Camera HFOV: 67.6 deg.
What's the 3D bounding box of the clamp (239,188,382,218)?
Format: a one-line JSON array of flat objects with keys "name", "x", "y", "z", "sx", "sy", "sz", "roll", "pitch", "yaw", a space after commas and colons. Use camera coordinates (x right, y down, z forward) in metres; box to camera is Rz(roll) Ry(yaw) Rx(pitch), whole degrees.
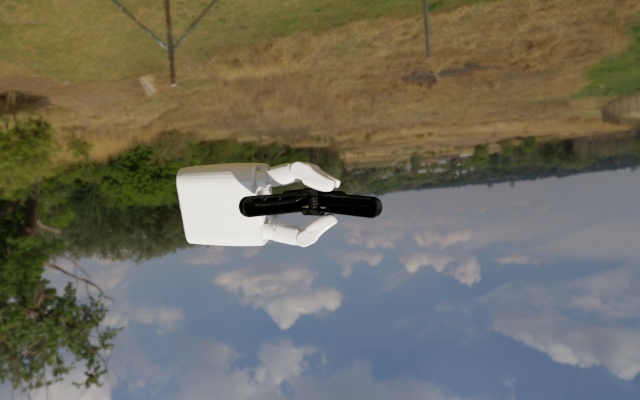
[{"name": "clamp", "x": 0.000, "y": 0.003, "z": 0.633, "sx": 0.164, "sy": 0.036, "sz": 0.210, "roll": 2, "pitch": 4, "yaw": 8}]
